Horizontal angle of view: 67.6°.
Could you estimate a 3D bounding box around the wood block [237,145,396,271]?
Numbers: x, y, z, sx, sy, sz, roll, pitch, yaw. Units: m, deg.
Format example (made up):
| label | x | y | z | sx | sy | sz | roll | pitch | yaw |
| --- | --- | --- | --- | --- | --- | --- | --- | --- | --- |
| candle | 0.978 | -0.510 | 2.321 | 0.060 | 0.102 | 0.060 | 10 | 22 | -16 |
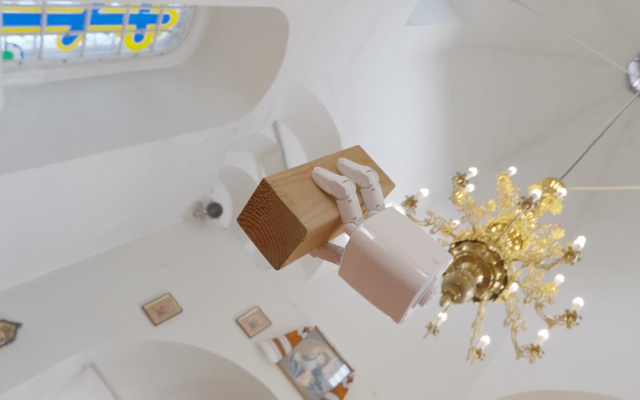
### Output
| label | x | y | z | sx | sy | sz | roll | pitch | yaw |
| --- | --- | --- | --- | --- | --- | --- | --- | --- | --- |
| wood block | 0.000 | 0.003 | 0.658 | 0.206 | 0.090 | 0.091 | -24 | -22 | -48 |
